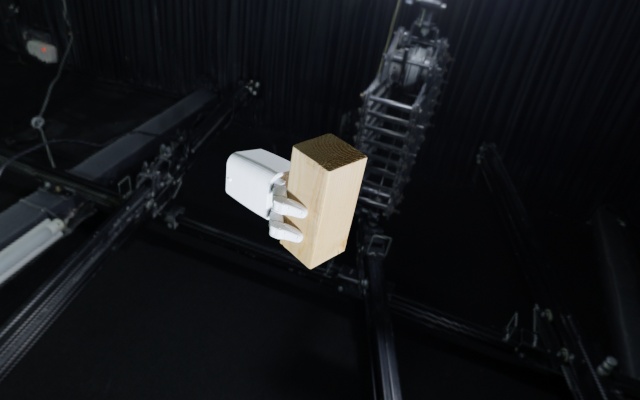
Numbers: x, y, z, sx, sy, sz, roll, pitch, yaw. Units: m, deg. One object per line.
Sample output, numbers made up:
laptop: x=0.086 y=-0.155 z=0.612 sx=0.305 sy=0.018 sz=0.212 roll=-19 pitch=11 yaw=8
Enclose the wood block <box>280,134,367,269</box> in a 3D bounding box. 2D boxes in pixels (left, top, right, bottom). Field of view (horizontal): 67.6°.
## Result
wood block: x=0.000 y=0.002 z=0.824 sx=0.091 sy=0.206 sz=0.090 roll=-25 pitch=49 yaw=-38
